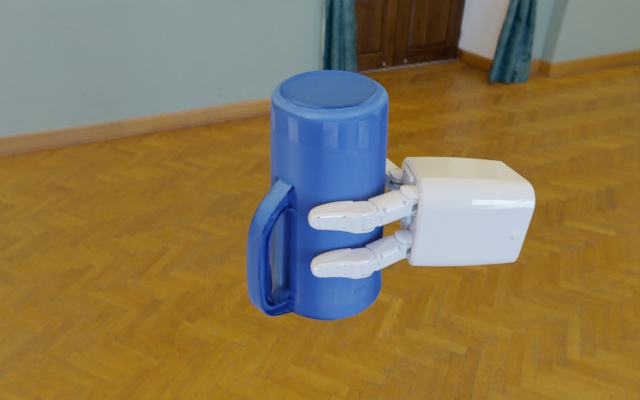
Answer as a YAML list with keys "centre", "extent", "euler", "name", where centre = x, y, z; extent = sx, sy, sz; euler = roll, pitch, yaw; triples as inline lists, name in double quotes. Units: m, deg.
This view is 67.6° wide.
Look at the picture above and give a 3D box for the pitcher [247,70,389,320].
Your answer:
- centre: [0.000, 0.002, 0.493]
  extent: [0.145, 0.243, 0.149]
  euler: [0, 35, 0]
  name: "pitcher"
